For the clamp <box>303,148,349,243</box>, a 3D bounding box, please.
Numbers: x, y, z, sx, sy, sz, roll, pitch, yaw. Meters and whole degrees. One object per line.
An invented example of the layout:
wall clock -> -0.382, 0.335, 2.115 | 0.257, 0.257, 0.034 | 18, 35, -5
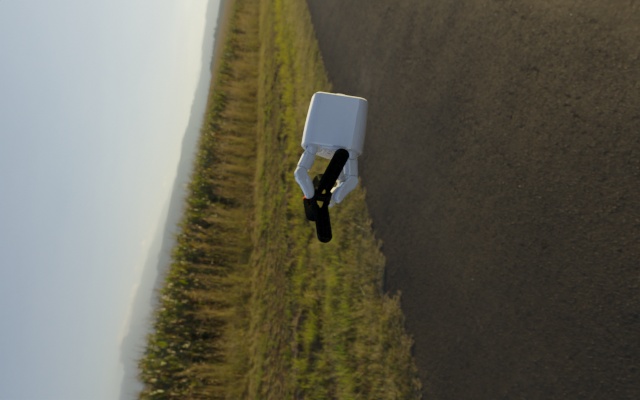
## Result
clamp -> -0.001, 0.003, 0.898 | 0.036, 0.164, 0.210 | 14, -12, -13
